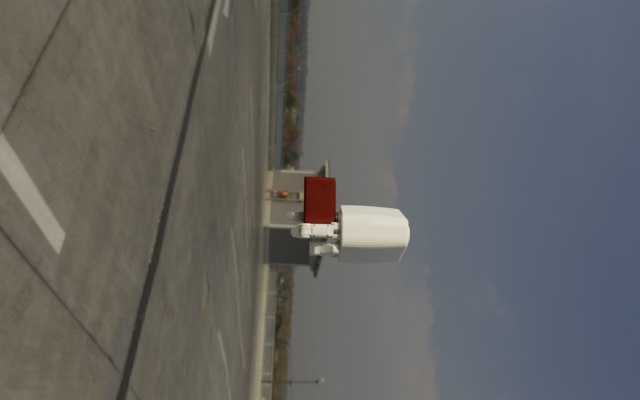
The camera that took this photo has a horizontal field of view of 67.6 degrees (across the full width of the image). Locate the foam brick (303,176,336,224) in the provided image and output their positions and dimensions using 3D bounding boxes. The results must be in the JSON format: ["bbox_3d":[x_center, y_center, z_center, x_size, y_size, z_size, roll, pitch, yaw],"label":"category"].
[{"bbox_3d":[0.000,0.002,0.795,0.051,0.078,0.053,0,-7,5],"label":"foam brick"}]
